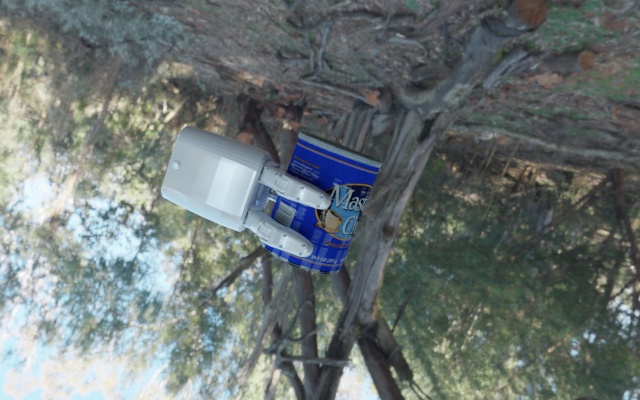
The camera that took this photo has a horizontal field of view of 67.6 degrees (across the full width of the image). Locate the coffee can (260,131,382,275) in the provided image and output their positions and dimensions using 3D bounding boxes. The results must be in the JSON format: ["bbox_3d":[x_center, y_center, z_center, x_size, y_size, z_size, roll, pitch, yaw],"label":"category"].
[{"bbox_3d":[0.000,0.002,0.565,0.103,0.140,0.103,20,9,-3],"label":"coffee can"}]
